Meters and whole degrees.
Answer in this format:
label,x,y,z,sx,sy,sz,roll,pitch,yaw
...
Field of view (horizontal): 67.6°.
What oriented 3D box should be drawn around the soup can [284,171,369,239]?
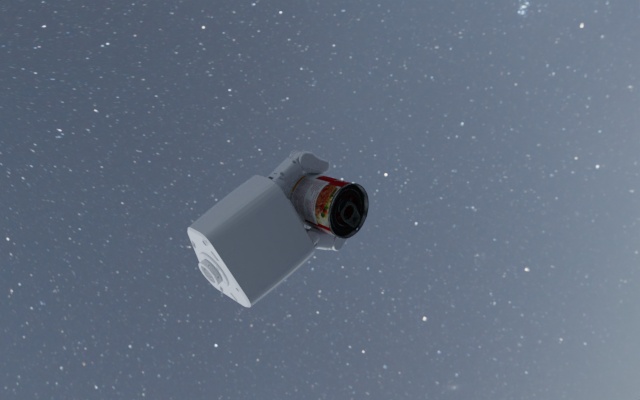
label,x,y,z,sx,sy,sz,roll,pitch,yaw
soup can,0.000,0.002,0.599,0.068,0.068,0.102,0,13,-45
